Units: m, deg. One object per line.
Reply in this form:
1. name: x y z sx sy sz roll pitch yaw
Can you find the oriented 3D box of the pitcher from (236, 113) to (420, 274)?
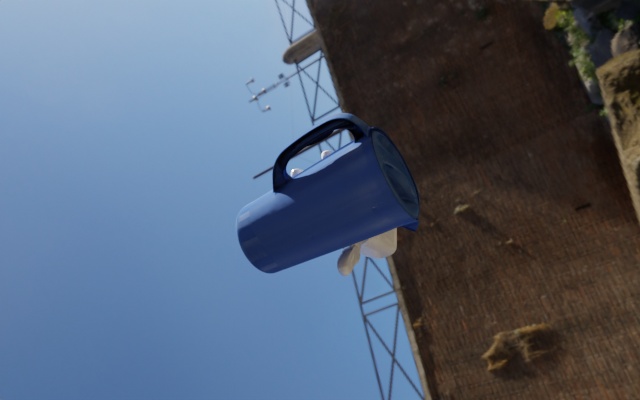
1. pitcher: 0.000 0.002 0.653 0.243 0.149 0.145 -26 -25 23
